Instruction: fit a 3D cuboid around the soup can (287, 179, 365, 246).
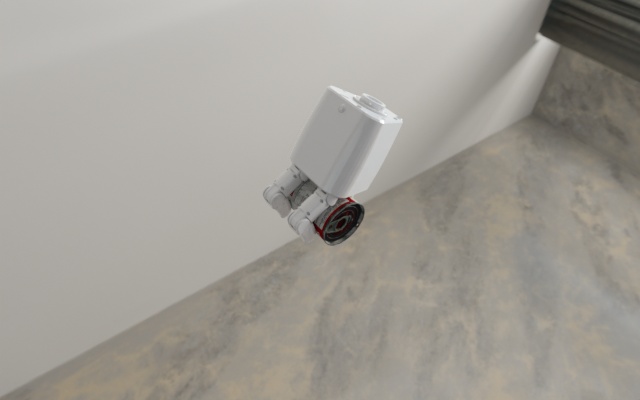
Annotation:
[{"bbox_3d":[0.000,0.002,0.636,0.068,0.068,0.102,0,35,-49],"label":"soup can"}]
